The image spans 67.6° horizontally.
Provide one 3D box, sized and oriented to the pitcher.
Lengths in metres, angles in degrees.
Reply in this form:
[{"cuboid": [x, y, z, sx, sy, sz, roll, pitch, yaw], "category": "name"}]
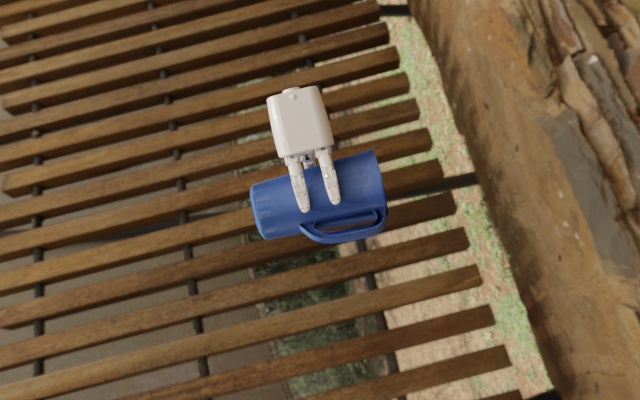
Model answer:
[{"cuboid": [0.000, 0.003, 0.883, 0.243, 0.145, 0.149, -14, 7, 1], "category": "pitcher"}]
